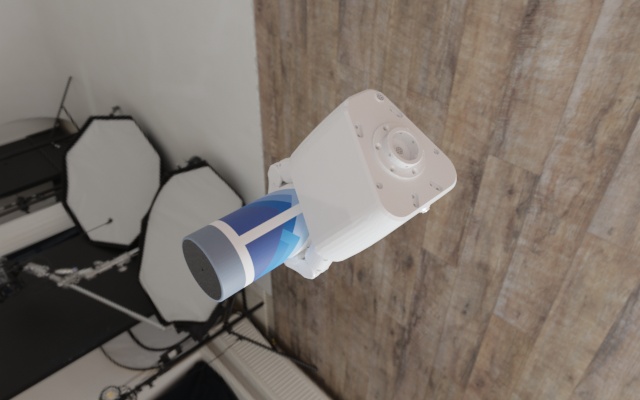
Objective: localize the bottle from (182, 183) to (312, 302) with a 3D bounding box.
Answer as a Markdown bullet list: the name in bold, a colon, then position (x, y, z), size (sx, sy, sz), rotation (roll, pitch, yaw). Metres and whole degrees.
- **bottle**: position (0.000, 0.002, 0.508), size (0.295, 0.069, 0.069), rotation (-30, 17, -34)
